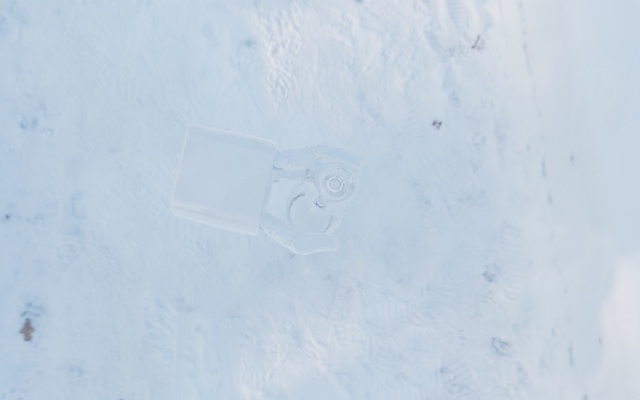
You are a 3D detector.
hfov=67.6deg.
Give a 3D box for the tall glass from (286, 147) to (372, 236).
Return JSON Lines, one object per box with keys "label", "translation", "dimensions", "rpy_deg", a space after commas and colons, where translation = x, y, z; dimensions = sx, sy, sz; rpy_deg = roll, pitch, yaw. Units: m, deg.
{"label": "tall glass", "translation": [0.000, 0.002, 0.589], "dimensions": [0.079, 0.079, 0.201], "rpy_deg": [0, -13, -10]}
